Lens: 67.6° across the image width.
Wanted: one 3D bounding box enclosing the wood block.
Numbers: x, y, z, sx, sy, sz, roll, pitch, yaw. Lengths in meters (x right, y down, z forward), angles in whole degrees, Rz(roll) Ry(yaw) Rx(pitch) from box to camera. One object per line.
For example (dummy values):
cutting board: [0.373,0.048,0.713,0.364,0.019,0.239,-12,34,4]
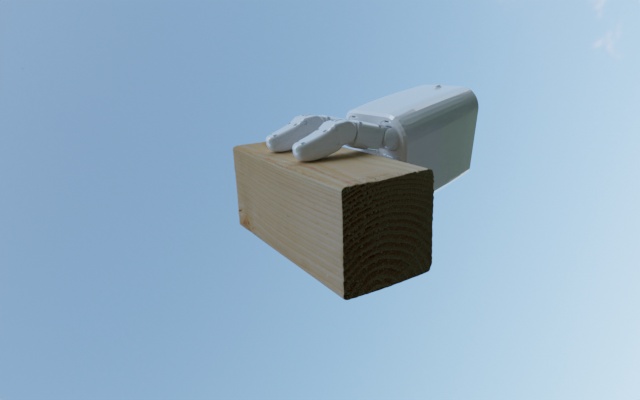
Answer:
wood block: [0.000,0.002,0.447,0.090,0.091,0.206,-13,20,-29]
